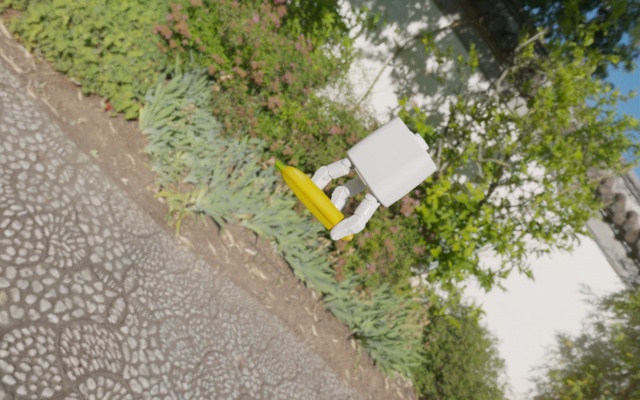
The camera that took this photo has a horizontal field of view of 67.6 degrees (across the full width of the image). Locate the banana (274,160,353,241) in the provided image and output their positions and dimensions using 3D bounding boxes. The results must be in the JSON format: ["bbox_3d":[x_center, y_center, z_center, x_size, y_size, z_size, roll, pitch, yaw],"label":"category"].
[{"bbox_3d":[0.000,0.007,0.803,0.037,0.198,0.069,-39,20,8],"label":"banana"}]
